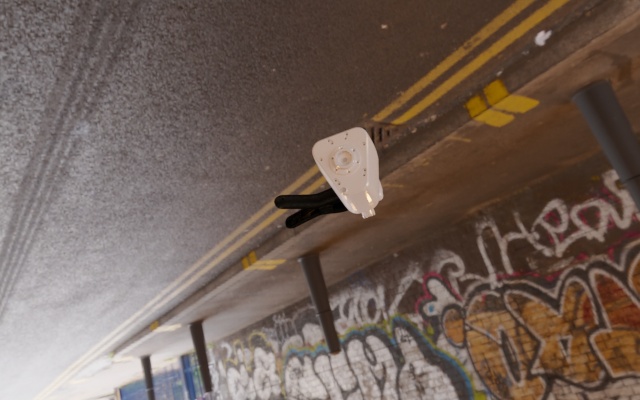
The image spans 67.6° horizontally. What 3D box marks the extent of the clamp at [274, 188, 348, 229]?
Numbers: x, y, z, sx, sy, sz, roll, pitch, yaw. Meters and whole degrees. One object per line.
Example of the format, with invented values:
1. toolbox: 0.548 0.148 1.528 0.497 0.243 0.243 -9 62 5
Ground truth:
1. clamp: 0.000 0.003 0.860 0.171 0.039 0.120 -20 -19 8
